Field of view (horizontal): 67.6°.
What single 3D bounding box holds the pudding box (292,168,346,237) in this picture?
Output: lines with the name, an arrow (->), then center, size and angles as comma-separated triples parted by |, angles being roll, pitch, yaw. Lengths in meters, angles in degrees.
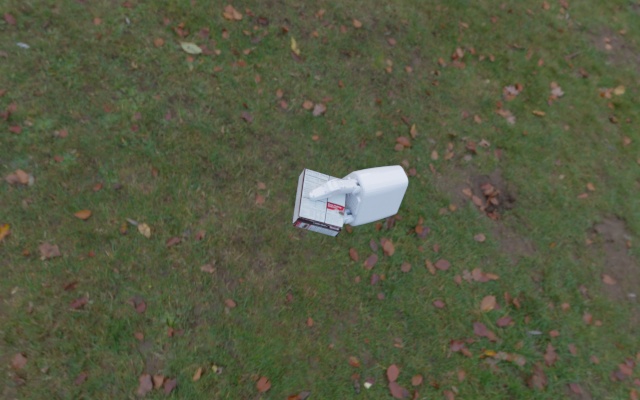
pudding box -> 0.000, 0.003, 0.894 | 0.090, 0.113, 0.039 | 15, -34, -13
